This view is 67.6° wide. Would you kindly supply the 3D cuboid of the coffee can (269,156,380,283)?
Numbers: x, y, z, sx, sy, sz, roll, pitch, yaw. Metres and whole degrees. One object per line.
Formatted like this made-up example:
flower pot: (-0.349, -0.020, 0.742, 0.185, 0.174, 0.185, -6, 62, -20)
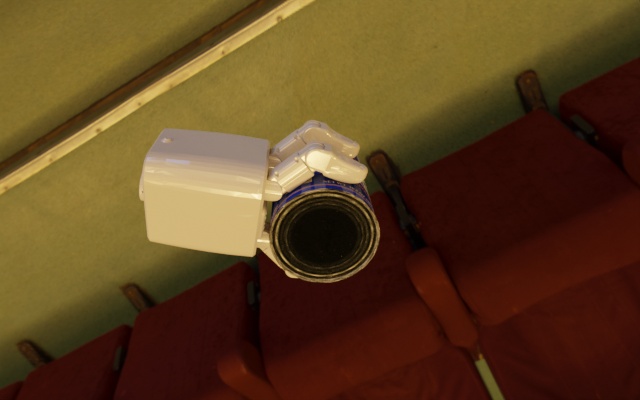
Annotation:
coffee can: (0.000, 0.002, 0.498, 0.103, 0.103, 0.140, 0, 29, -4)
